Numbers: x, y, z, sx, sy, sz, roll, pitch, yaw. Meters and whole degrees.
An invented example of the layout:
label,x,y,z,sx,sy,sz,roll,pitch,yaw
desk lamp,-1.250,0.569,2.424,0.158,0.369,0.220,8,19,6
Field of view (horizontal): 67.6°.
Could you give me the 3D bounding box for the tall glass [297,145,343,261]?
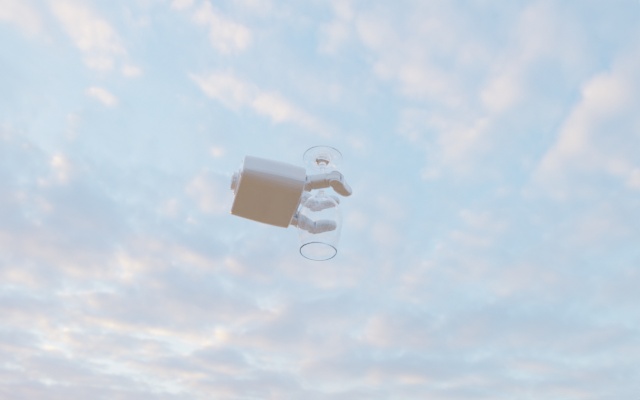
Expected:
label,x,y,z,sx,sy,sz,roll,pitch,yaw
tall glass,0.000,0.002,0.836,0.079,0.201,0.079,2,-35,1
